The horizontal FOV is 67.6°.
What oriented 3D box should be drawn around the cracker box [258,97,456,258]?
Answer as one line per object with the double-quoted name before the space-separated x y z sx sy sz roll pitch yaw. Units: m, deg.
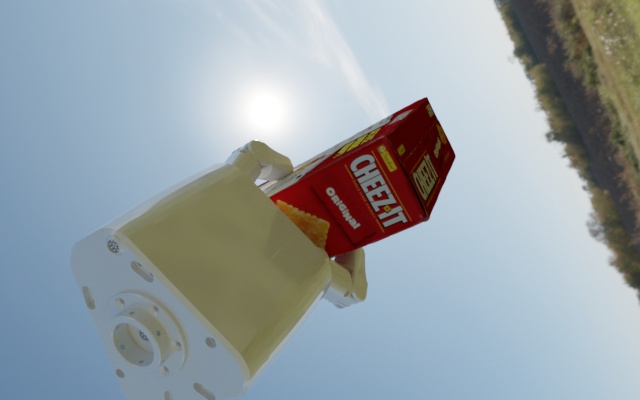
"cracker box" 0.000 0.001 0.416 0.214 0.072 0.164 -25 9 28
